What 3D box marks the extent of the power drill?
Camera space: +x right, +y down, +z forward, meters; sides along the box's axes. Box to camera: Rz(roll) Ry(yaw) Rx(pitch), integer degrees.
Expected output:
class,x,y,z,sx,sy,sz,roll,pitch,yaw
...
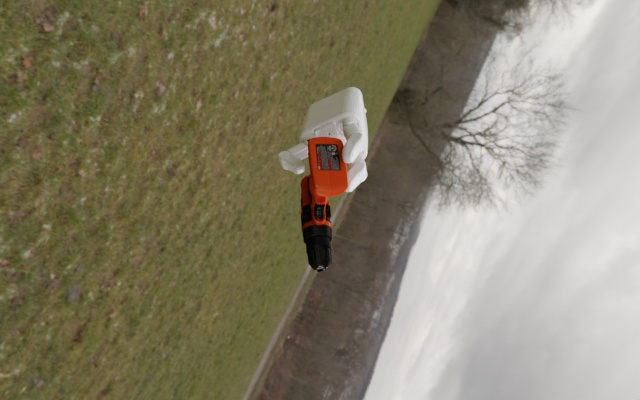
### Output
class,x,y,z,sx,sy,sz,roll,pitch,yaw
power drill,0.000,0.002,0.778,0.057,0.184,0.188,-1,-31,-11
